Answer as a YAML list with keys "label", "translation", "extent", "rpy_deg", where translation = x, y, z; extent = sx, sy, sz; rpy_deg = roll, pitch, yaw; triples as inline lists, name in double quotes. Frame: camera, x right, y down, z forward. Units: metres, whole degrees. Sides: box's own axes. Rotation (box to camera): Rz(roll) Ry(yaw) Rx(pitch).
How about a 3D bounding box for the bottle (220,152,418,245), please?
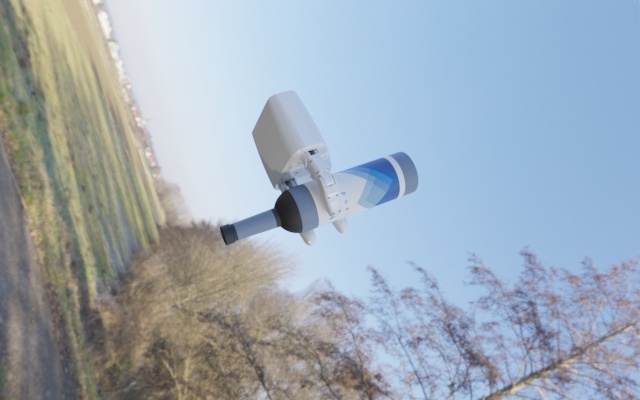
- label: "bottle"
  translation: [0.000, 0.002, 0.691]
  extent: [0.295, 0.069, 0.069]
  rpy_deg: [-19, 6, -18]
